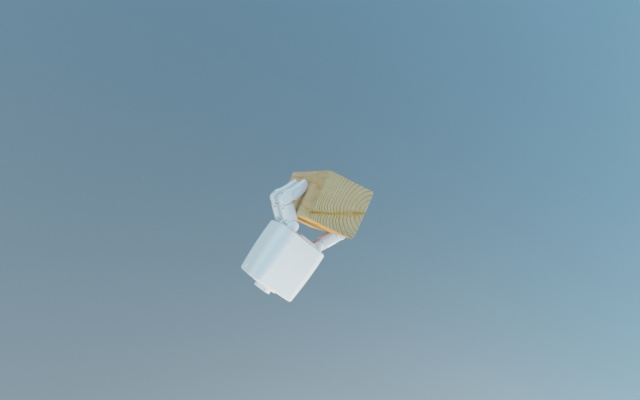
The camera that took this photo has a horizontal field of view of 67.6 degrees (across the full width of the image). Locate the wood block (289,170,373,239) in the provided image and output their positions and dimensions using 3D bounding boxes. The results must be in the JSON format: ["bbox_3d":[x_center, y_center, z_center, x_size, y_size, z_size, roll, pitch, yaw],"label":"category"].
[{"bbox_3d":[0.000,0.003,0.882,0.091,0.090,0.206,26,-6,-19],"label":"wood block"}]
